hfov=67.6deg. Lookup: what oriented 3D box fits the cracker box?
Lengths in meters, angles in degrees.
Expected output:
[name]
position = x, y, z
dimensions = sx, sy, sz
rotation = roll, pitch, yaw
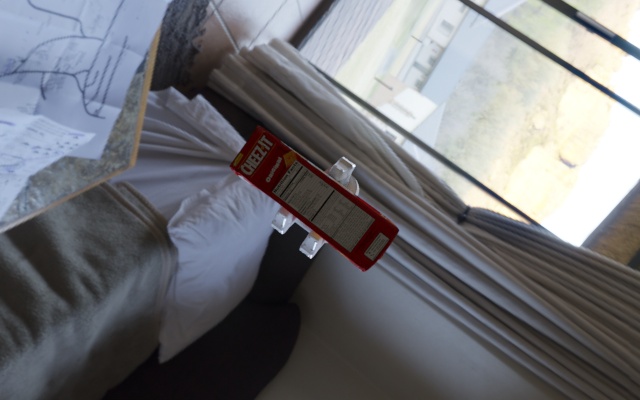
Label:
[cracker box]
position = 0.000, 0.002, 0.638
dimensions = 0.213, 0.072, 0.164
rotation = 37, 2, 8
